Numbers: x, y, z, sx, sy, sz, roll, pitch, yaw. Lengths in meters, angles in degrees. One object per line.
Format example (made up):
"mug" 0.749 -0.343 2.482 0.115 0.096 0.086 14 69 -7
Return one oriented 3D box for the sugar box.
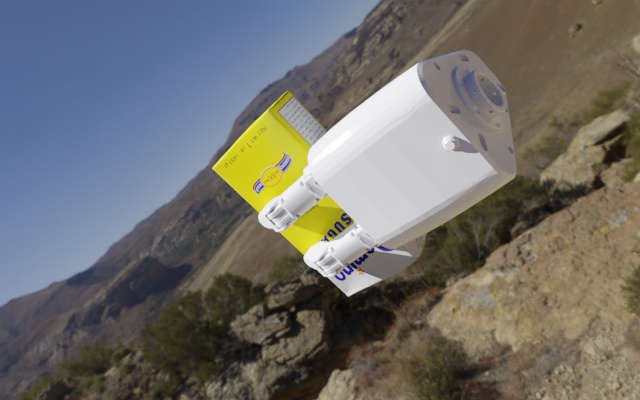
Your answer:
"sugar box" 0.000 0.002 0.421 0.093 0.176 0.048 -37 12 39
